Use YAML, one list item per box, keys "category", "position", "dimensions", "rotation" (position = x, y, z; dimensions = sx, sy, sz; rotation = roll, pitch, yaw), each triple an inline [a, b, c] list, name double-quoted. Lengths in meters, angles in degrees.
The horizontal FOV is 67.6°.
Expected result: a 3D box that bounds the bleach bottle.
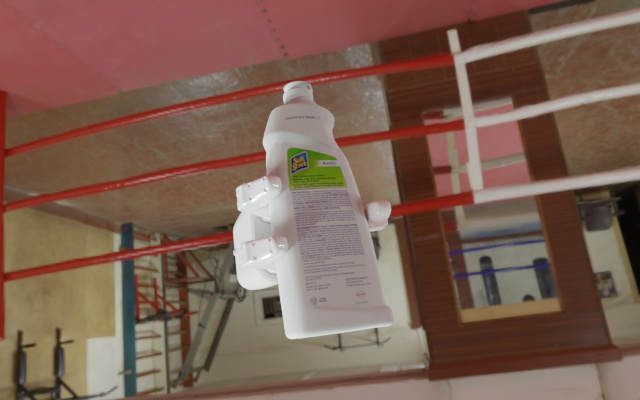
- category: "bleach bottle"
  position: [0.000, 0.002, 0.470]
  dimensions: [0.102, 0.250, 0.068]
  rotation: [-2, -16, -22]
